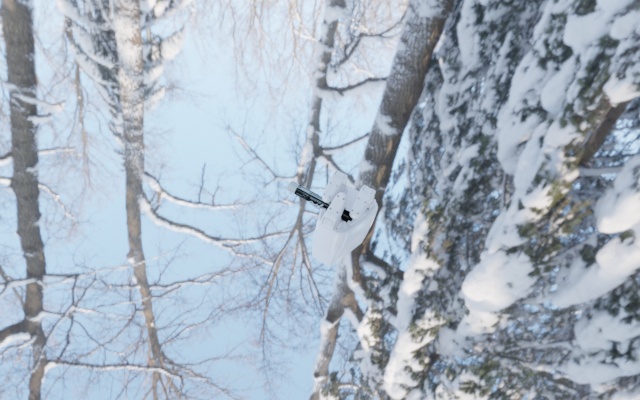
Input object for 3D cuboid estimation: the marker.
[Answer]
[{"bbox_3d":[0.000,0.003,0.793,0.121,0.020,0.020,28,6,12],"label":"marker"}]
